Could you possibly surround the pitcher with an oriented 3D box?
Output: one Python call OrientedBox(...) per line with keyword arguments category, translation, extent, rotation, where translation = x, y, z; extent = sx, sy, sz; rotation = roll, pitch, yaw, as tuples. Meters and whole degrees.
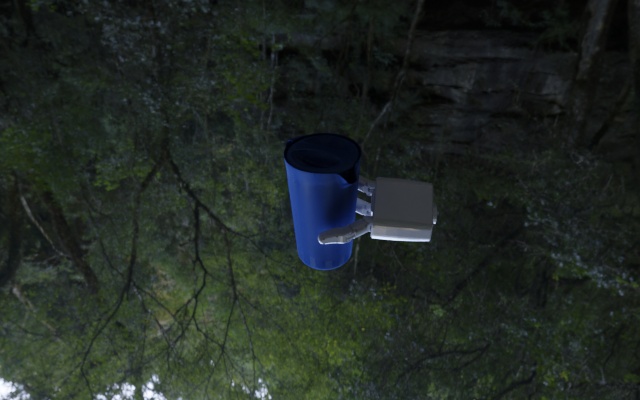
OrientedBox(category="pitcher", translation=(0.000, 0.003, 0.886), extent=(0.145, 0.243, 0.149), rotation=(3, 37, 6))
